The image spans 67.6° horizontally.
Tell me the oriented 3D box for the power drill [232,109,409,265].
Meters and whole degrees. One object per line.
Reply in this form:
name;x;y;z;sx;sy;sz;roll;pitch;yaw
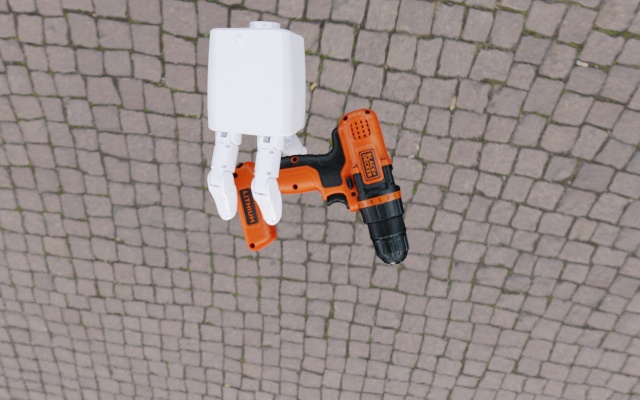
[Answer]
power drill;0.000;0.002;0.563;0.187;0.184;0.057;-15;-2;6
